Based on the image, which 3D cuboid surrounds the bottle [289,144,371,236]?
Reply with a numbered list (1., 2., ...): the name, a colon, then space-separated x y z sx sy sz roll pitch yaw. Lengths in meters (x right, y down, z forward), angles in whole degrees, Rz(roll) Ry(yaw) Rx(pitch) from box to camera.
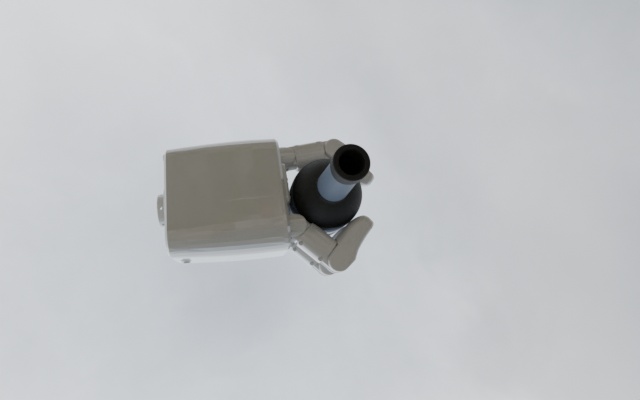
1. bottle: 0.000 0.002 0.477 0.069 0.069 0.296 0 -11 -9
